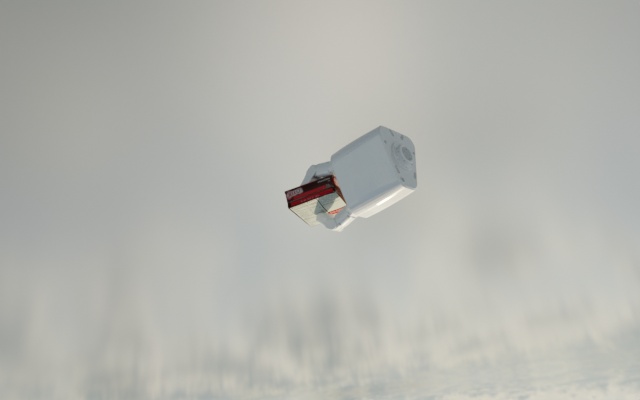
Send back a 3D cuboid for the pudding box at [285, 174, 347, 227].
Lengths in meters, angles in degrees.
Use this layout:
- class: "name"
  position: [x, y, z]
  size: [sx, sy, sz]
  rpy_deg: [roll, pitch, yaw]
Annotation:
- class: "pudding box"
  position: [0.000, 0.003, 0.841]
  size: [0.090, 0.039, 0.113]
  rpy_deg: [-18, -27, 13]
